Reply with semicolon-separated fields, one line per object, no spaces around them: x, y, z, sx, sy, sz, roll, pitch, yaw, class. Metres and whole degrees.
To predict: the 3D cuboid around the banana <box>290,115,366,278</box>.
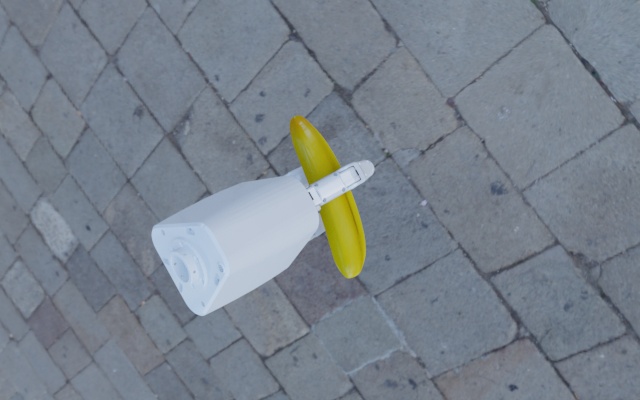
0.011;0.008;0.500;0.037;0.198;0.069;-27;22;-26;banana
